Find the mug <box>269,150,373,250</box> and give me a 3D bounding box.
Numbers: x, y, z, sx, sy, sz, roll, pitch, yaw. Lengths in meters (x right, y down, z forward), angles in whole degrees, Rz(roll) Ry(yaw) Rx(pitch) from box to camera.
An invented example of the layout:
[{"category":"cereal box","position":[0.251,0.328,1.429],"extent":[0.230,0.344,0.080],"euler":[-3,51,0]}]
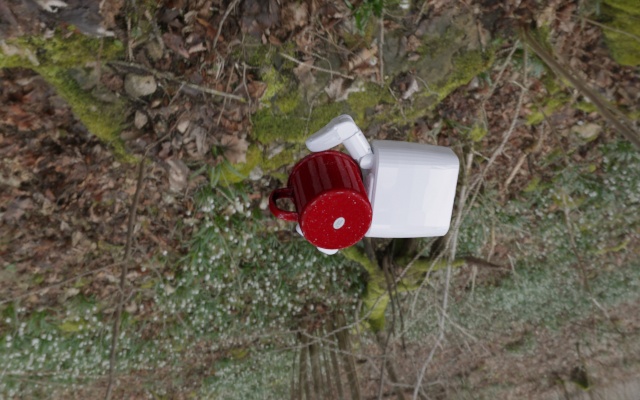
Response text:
[{"category":"mug","position":[-0.001,0.002,0.540],"extent":[0.117,0.093,0.081],"euler":[-1,33,-10]}]
